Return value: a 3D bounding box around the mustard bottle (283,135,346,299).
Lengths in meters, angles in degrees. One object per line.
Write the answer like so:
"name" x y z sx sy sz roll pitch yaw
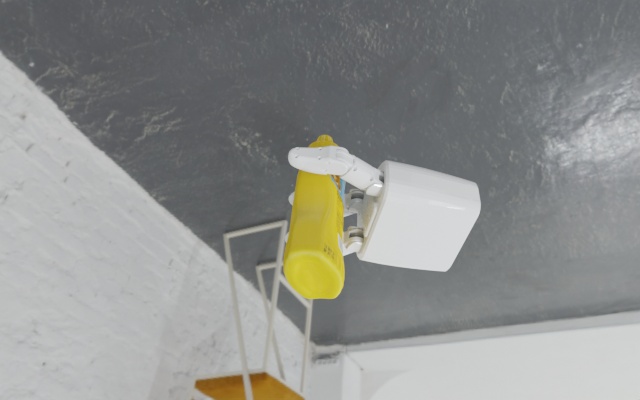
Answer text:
"mustard bottle" 0.000 0.002 0.518 0.058 0.191 0.096 -4 -38 11
